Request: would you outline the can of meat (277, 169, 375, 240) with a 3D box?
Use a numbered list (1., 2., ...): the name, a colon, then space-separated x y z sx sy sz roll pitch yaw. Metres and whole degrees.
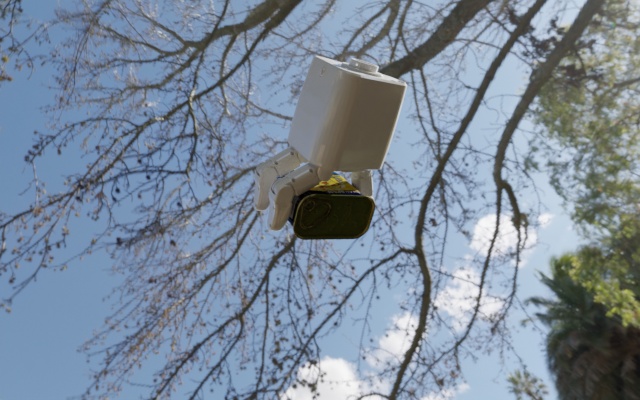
1. can of meat: 0.000 0.002 0.578 0.102 0.057 0.084 1 26 -29
